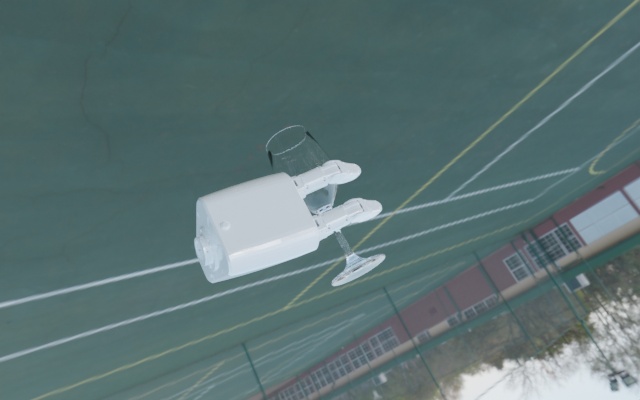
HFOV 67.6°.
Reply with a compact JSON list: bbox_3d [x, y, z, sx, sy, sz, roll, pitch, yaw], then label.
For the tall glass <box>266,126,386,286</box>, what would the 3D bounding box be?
[{"bbox_3d":[0.001,0.003,0.603,0.079,0.201,0.079,-25,-20,-10],"label":"tall glass"}]
